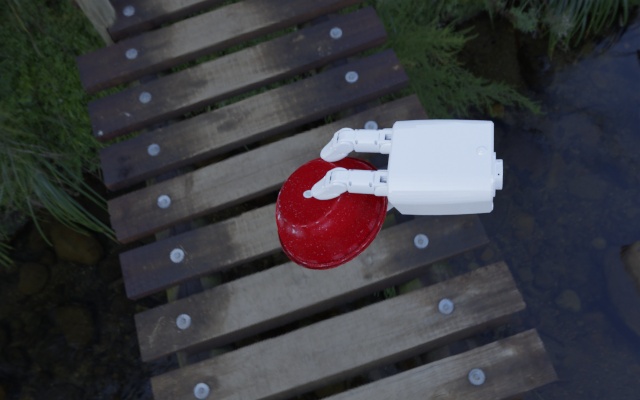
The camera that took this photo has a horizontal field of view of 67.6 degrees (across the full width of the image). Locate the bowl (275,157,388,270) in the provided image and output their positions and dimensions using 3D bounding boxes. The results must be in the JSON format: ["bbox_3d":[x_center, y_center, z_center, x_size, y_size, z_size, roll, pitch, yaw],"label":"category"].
[{"bbox_3d":[-0.001,0.002,0.599,0.162,0.162,0.055,0,-27,34],"label":"bowl"}]
